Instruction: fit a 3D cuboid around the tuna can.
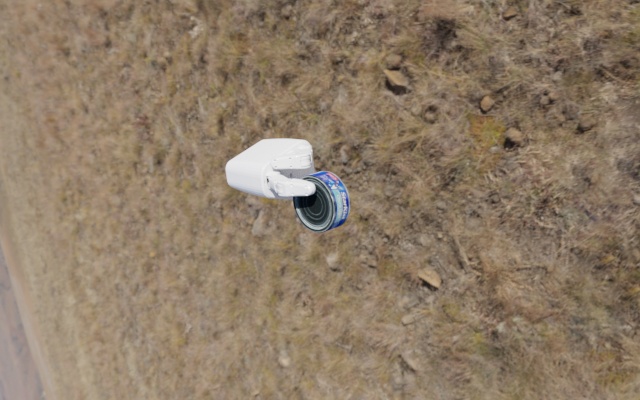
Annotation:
[{"bbox_3d":[0.000,0.002,0.686,0.086,0.086,0.033,0,13,44],"label":"tuna can"}]
